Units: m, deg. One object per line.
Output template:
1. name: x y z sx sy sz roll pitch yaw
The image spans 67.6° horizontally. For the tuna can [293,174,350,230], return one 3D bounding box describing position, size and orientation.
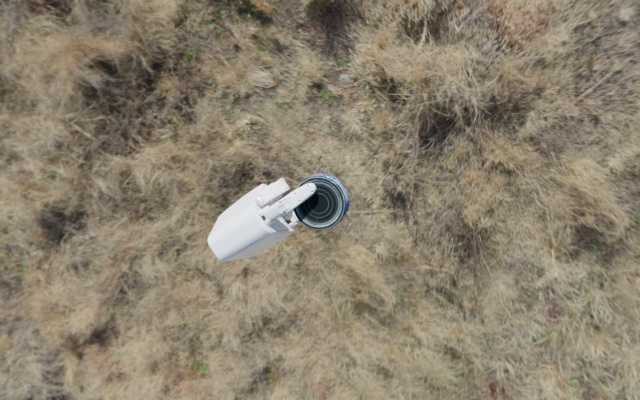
1. tuna can: 0.000 0.002 0.740 0.086 0.086 0.033 0 9 13
